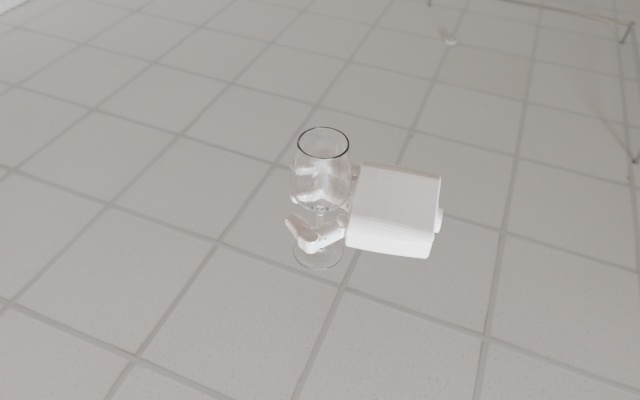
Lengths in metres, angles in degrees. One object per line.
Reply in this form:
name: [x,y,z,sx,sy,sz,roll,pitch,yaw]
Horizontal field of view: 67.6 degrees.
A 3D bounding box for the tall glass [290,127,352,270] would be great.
tall glass: [0.000,0.003,0.630,0.079,0.079,0.201,1,-45,-1]
